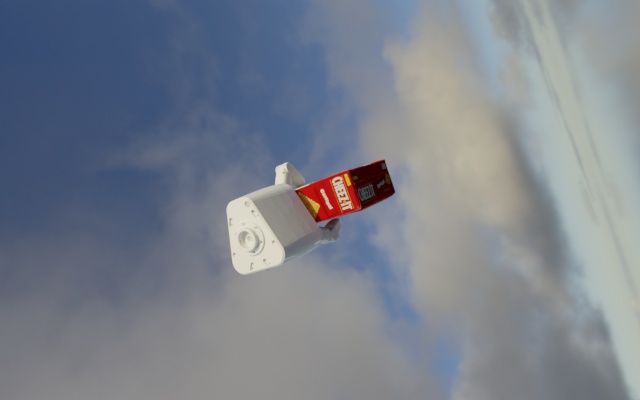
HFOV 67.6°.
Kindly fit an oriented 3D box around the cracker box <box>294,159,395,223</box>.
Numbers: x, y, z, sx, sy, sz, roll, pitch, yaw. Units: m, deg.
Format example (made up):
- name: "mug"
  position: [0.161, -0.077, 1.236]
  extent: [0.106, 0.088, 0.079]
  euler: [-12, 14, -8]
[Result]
- name: "cracker box"
  position: [0.000, 0.003, 0.818]
  extent: [0.214, 0.072, 0.164]
  euler: [-19, 1, 29]
